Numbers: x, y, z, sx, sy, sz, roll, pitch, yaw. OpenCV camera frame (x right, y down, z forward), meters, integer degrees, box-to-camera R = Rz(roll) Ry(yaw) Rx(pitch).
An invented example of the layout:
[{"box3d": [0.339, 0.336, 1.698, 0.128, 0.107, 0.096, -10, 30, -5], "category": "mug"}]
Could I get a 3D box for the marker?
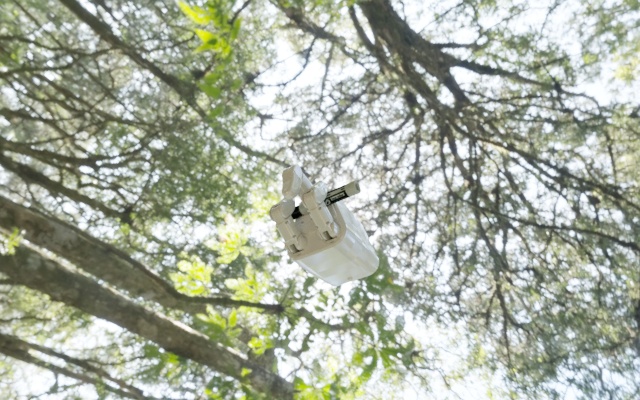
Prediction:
[{"box3d": [0.000, 0.002, 0.672, 0.121, 0.020, 0.020, -23, -10, 25], "category": "marker"}]
